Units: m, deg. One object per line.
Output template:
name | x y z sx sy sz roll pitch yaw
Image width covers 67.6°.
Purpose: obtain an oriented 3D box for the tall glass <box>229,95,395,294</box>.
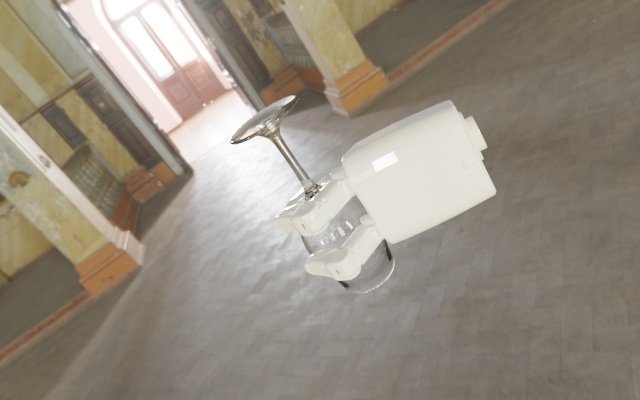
tall glass | 0.000 0.001 0.470 0.079 0.201 0.079 -28 24 14
